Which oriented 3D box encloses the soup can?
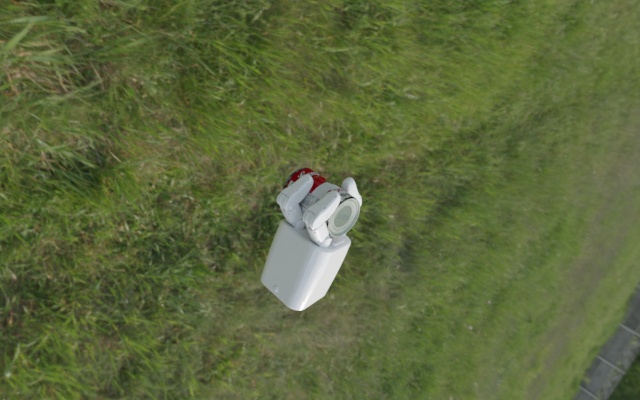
[{"bbox_3d":[0.001,0.002,0.710,0.102,0.068,0.068,34,21,36],"label":"soup can"}]
